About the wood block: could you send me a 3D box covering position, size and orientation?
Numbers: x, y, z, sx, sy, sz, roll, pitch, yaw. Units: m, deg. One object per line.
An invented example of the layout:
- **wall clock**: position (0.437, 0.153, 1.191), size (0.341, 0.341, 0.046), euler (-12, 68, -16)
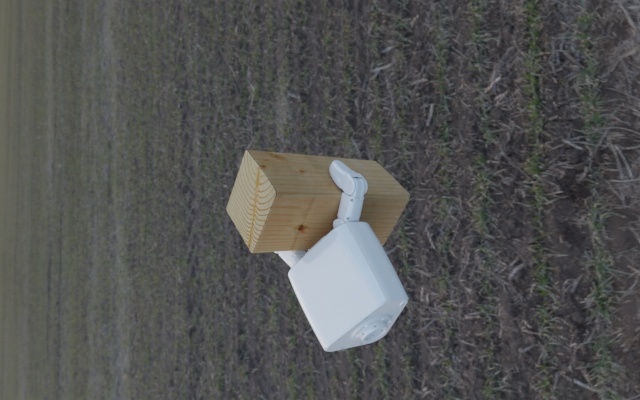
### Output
- **wood block**: position (0.000, 0.002, 0.613), size (0.206, 0.091, 0.090), euler (1, 36, -37)
